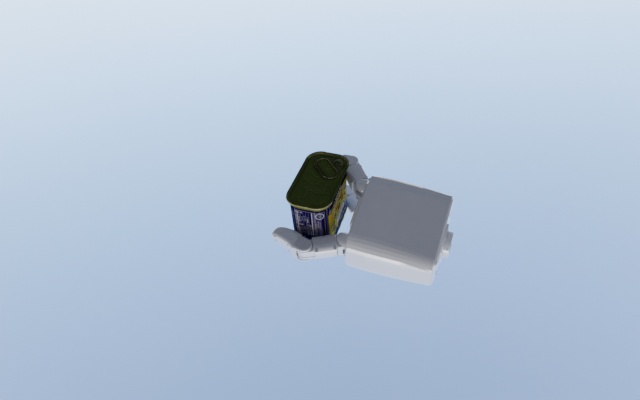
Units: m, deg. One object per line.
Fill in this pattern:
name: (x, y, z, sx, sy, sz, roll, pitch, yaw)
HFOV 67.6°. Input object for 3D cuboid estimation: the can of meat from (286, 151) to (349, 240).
can of meat: (0.000, 0.002, 0.611, 0.057, 0.084, 0.102, 11, 47, 16)
